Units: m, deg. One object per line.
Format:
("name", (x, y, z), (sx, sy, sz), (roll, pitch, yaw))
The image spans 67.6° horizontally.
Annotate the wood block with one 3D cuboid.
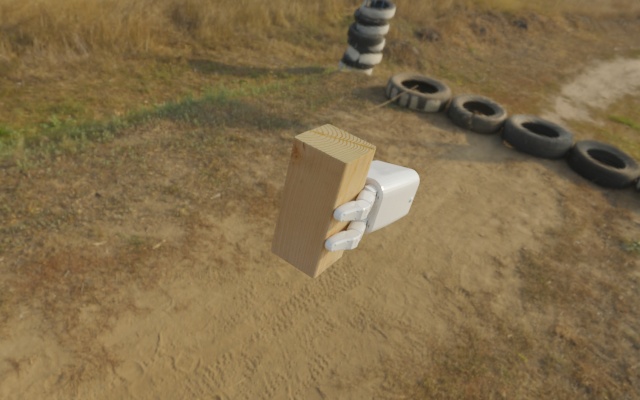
("wood block", (0.000, 0.002, 0.727), (0.091, 0.206, 0.090), (29, 35, 23))
